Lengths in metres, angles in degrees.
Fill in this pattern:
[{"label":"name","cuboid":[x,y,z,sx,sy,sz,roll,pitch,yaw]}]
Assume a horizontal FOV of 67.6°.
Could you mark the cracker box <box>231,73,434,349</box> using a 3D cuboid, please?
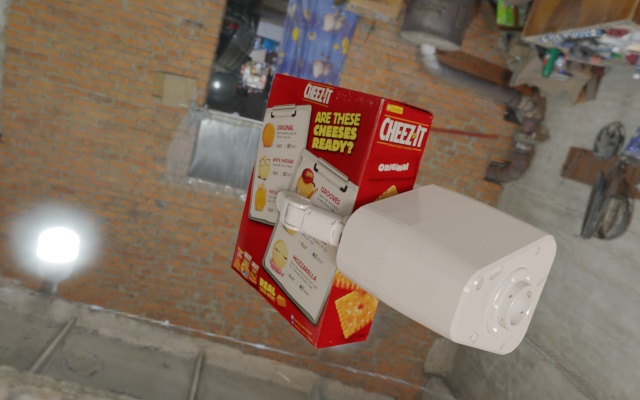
[{"label":"cracker box","cuboid":[0.000,0.002,0.454,0.072,0.214,0.164,5,16,-39]}]
